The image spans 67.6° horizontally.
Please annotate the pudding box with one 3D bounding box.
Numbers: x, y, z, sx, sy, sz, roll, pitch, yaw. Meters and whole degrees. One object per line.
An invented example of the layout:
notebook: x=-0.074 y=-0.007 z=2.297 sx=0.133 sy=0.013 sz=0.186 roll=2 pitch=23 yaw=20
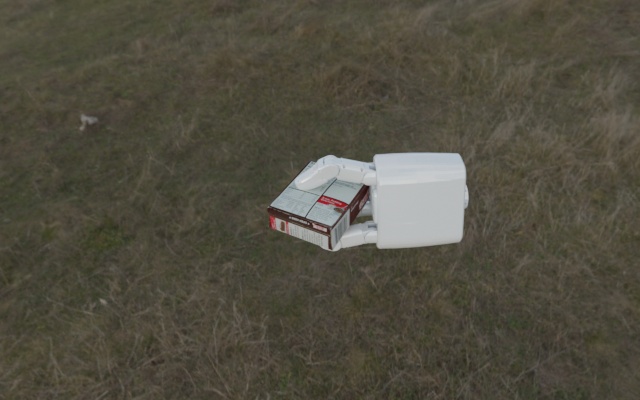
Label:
pudding box: x=0.000 y=0.002 z=0.599 sx=0.090 sy=0.039 sz=0.113 roll=17 pitch=41 yaw=22
